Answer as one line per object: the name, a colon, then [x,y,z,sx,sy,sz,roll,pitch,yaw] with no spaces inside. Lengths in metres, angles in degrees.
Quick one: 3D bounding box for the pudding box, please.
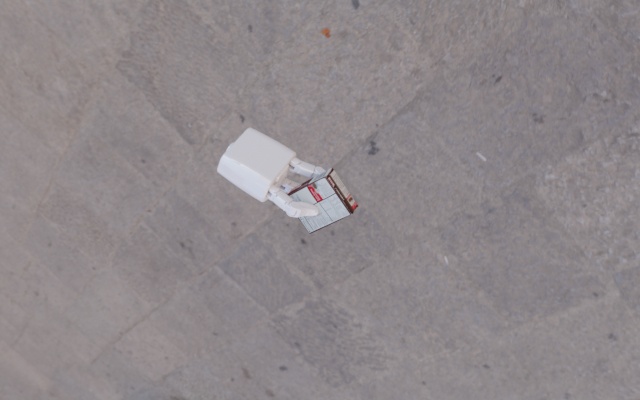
pudding box: [0.000,0.003,0.897,0.113,0.090,0.039,-26,16,37]
